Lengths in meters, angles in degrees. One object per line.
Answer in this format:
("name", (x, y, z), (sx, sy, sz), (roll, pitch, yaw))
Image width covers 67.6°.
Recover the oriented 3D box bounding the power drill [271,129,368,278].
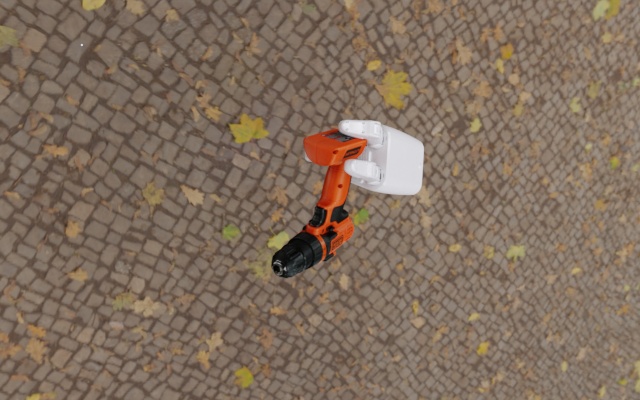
("power drill", (0.000, 0.002, 0.664), (0.057, 0.188, 0.184), (22, 26, 23))
